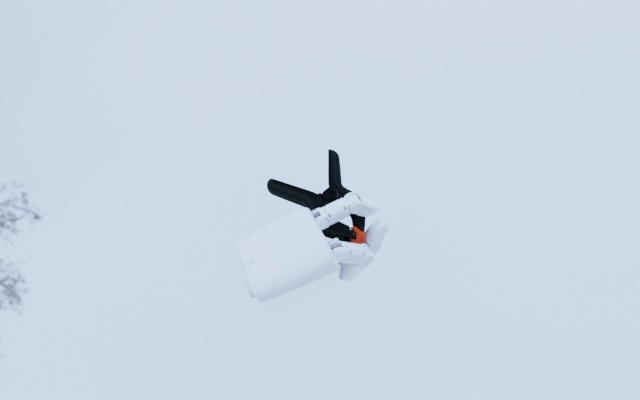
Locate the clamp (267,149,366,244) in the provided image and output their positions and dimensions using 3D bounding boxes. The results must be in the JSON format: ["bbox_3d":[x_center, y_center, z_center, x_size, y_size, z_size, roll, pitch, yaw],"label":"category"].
[{"bbox_3d":[0.000,0.003,0.679,0.120,0.171,0.039,-25,-39,-6],"label":"clamp"}]
